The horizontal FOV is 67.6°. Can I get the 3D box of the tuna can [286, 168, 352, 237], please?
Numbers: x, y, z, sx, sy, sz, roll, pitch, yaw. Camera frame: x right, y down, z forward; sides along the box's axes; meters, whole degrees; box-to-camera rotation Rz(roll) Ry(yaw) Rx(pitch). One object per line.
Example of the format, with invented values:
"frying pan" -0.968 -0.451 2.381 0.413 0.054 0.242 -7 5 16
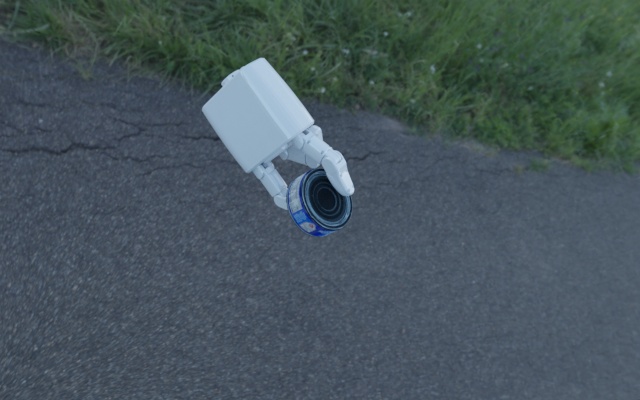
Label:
"tuna can" 0.000 0.002 0.614 0.086 0.086 0.034 0 -18 -41
